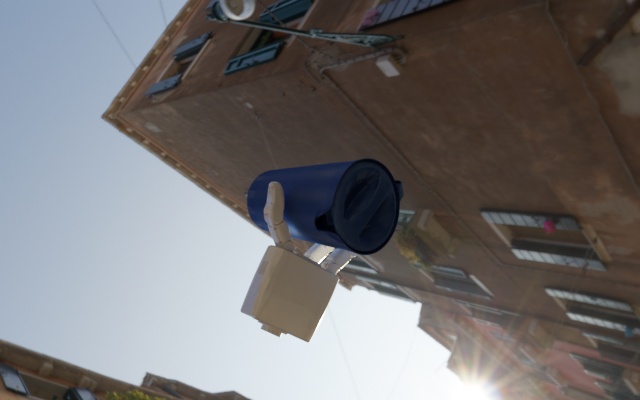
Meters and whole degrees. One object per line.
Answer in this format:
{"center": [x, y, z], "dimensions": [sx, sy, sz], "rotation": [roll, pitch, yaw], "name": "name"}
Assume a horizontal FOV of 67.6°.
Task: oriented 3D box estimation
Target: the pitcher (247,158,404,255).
{"center": [0.000, 0.003, 0.747], "dimensions": [0.149, 0.145, 0.243], "rotation": [34, -19, -36], "name": "pitcher"}
